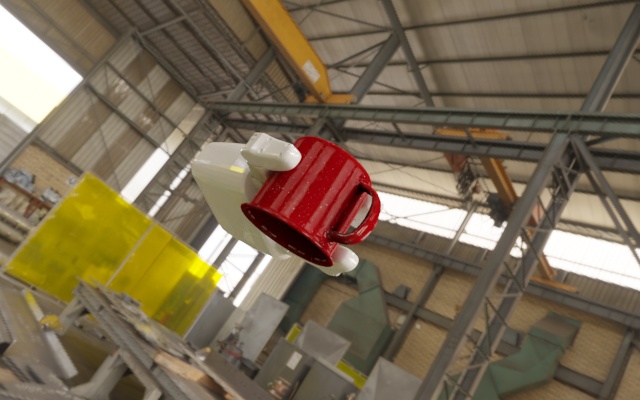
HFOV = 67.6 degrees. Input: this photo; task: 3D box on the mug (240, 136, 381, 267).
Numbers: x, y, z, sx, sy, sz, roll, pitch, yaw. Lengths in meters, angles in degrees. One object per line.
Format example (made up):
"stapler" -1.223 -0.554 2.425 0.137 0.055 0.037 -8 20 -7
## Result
"mug" 0.001 0.001 0.407 0.117 0.081 0.093 16 -24 43
